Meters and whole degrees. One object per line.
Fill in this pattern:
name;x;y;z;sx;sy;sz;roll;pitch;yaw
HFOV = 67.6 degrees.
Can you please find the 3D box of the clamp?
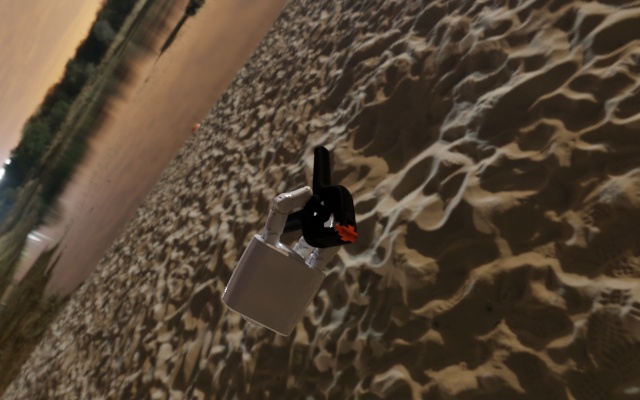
clamp;0.000;0.002;0.695;0.036;0.164;0.210;29;-2;-29
